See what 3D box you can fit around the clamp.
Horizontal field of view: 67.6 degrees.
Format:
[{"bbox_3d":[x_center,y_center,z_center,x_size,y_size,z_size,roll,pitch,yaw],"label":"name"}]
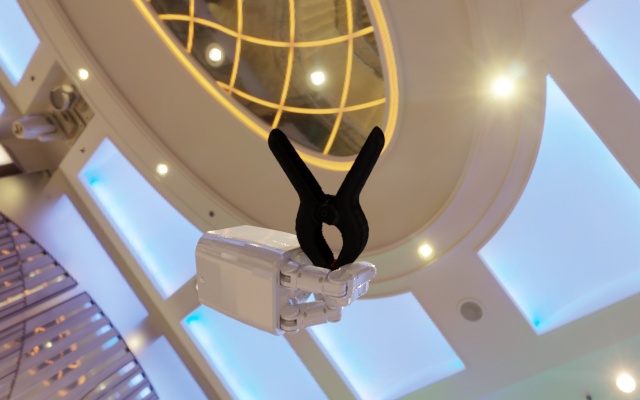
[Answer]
[{"bbox_3d":[0.000,0.002,0.492,0.120,0.171,0.039,13,21,25],"label":"clamp"}]
